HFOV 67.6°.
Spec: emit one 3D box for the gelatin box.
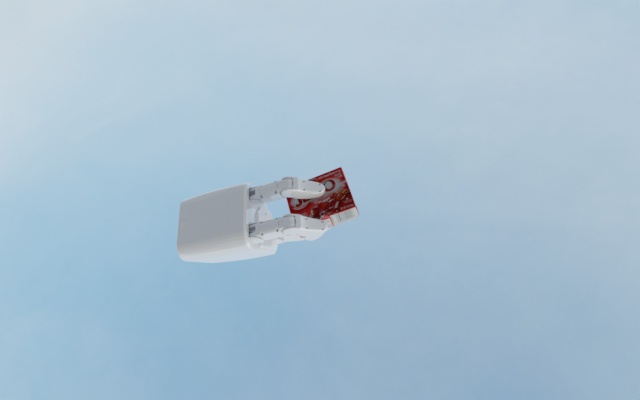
[{"bbox_3d":[0.001,0.002,0.659,0.089,0.073,0.030,-20,-37,3],"label":"gelatin box"}]
